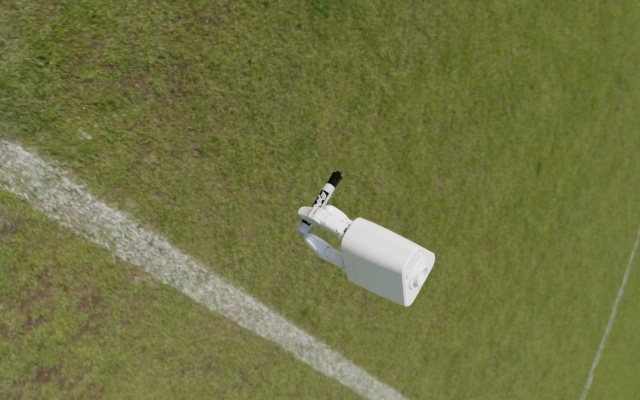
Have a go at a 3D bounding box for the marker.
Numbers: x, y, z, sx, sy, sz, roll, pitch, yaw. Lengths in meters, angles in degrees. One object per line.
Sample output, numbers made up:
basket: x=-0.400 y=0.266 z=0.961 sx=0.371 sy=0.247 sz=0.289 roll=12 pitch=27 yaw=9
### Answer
marker: x=0.000 y=0.003 z=0.777 sx=0.020 sy=0.121 sz=0.020 roll=30 pitch=-15 yaw=9
